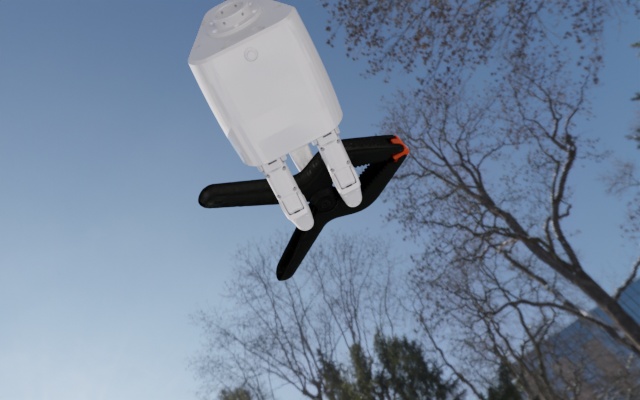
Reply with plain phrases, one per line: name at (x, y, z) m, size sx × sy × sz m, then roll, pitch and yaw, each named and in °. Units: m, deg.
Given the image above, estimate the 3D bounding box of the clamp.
clamp at (0.000, 0.001, 0.512) m, size 0.210 × 0.165 × 0.036 m, roll -27°, pitch 44°, yaw 0°
